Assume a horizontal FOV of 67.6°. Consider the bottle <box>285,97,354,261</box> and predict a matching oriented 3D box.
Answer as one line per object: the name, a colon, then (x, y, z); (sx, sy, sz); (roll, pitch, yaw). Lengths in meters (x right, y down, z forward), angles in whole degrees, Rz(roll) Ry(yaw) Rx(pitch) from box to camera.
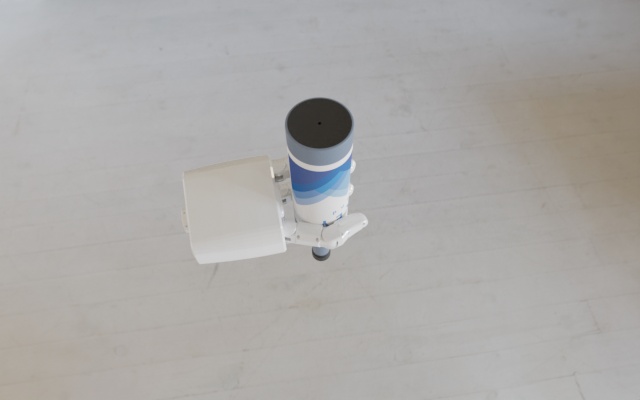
bottle: (0.000, 0.002, 0.579); (0.069, 0.069, 0.296); (0, -31, 0)
